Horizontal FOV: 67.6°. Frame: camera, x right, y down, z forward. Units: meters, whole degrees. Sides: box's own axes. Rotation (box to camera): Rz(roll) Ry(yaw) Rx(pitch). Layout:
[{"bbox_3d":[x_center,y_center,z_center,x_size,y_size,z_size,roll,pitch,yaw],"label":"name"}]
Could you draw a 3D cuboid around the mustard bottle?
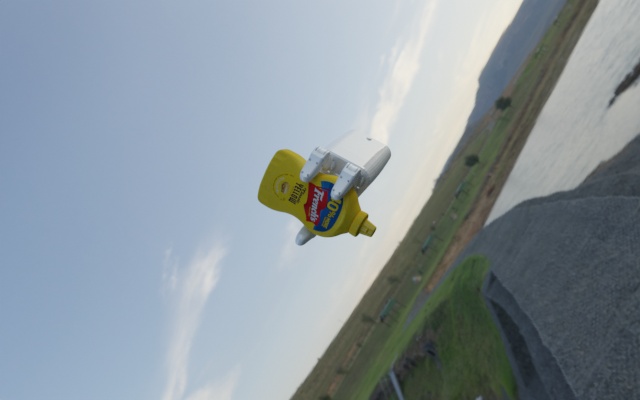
[{"bbox_3d":[0.000,0.002,0.741,0.191,0.096,0.058,29,16,14],"label":"mustard bottle"}]
